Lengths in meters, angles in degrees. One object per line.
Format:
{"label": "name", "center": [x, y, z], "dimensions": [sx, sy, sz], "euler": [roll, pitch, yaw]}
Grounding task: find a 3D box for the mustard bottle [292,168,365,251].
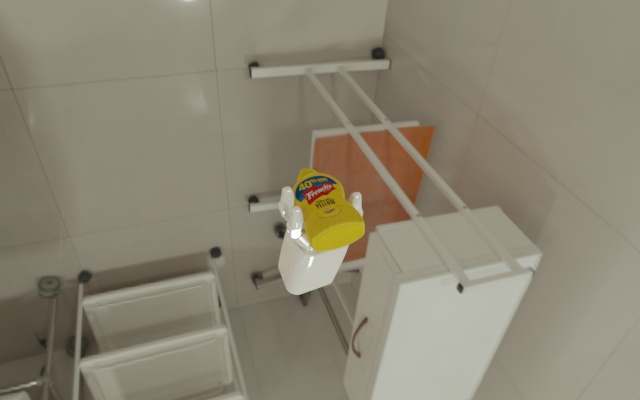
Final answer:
{"label": "mustard bottle", "center": [0.000, 0.003, 0.847], "dimensions": [0.096, 0.058, 0.191], "euler": [-19, 43, -9]}
